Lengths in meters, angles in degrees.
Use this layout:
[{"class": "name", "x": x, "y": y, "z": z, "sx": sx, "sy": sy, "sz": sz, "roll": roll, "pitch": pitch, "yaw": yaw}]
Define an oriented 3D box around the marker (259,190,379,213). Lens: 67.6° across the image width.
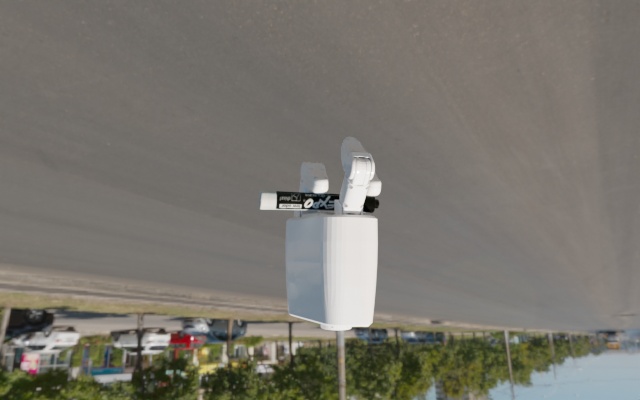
[{"class": "marker", "x": 0.000, "y": 0.001, "z": 0.477, "sx": 0.121, "sy": 0.020, "sz": 0.020, "roll": 2, "pitch": -1, "yaw": -12}]
